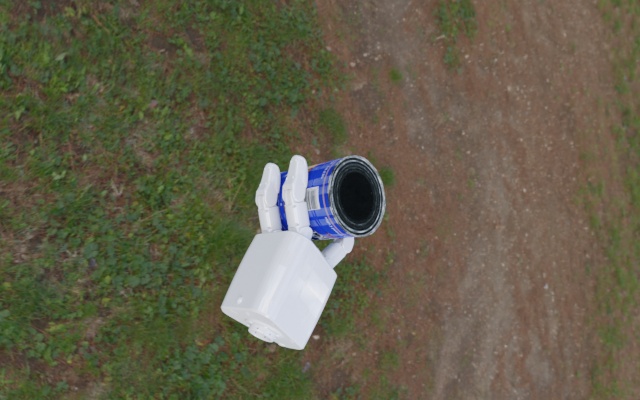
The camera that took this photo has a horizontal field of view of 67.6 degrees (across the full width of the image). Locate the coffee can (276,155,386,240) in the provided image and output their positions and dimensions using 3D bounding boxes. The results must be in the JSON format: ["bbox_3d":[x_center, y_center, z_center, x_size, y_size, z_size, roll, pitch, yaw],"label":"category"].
[{"bbox_3d":[0.000,0.002,0.638,0.103,0.103,0.140,0,-7,-43],"label":"coffee can"}]
